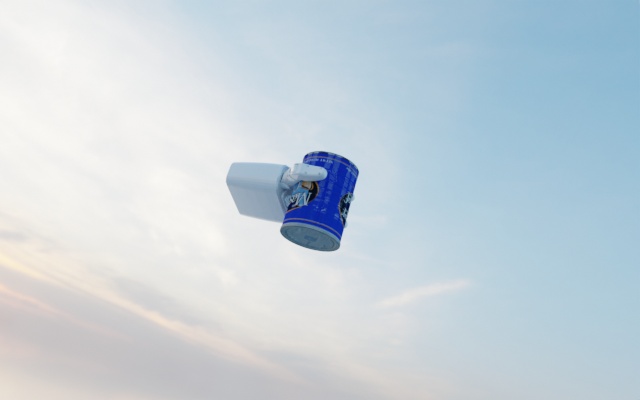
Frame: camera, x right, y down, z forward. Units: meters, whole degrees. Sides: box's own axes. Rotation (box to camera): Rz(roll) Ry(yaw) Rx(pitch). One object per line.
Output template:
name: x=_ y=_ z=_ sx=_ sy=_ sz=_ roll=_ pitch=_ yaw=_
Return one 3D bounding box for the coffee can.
coffee can: x=0.000 y=0.003 z=0.807 sx=0.103 sy=0.140 sz=0.103 roll=14 pitch=-23 yaw=6
